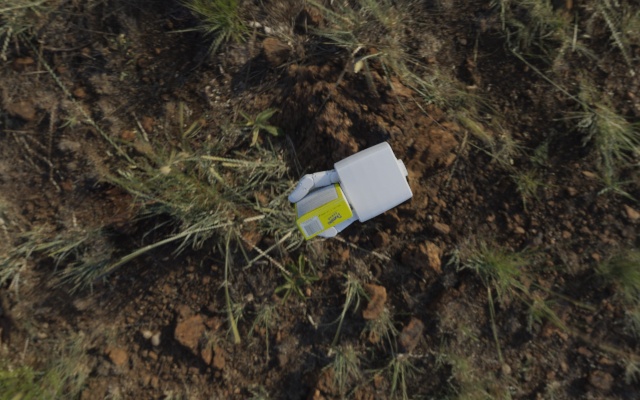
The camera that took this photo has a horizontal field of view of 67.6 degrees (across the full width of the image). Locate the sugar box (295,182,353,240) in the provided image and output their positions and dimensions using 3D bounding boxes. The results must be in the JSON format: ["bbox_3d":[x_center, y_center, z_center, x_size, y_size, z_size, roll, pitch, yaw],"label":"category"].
[{"bbox_3d":[0.001,0.003,0.877,0.093,0.048,0.176,-27,17,6],"label":"sugar box"}]
